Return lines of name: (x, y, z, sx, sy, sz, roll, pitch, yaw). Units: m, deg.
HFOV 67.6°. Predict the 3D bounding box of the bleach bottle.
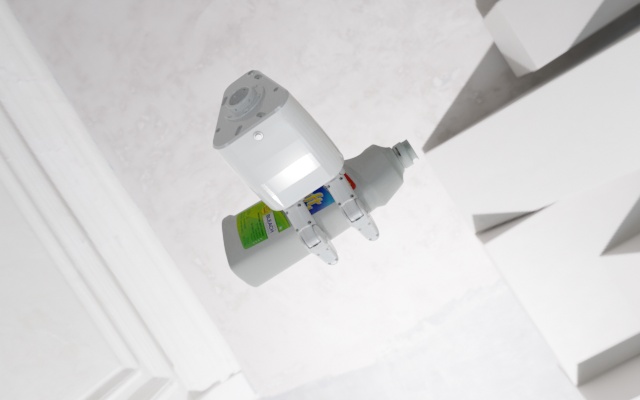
bleach bottle: (0.000, 0.002, 0.577, 0.251, 0.102, 0.068, -33, -48, 11)
